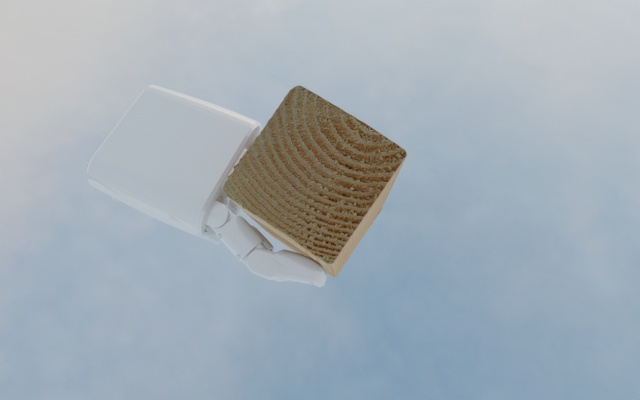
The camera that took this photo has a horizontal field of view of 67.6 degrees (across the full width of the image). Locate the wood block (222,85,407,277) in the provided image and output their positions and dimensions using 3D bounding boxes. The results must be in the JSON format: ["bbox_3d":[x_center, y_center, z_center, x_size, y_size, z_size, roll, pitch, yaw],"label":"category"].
[{"bbox_3d":[0.000,0.001,0.405,0.090,0.091,0.206,33,-8,8],"label":"wood block"}]
